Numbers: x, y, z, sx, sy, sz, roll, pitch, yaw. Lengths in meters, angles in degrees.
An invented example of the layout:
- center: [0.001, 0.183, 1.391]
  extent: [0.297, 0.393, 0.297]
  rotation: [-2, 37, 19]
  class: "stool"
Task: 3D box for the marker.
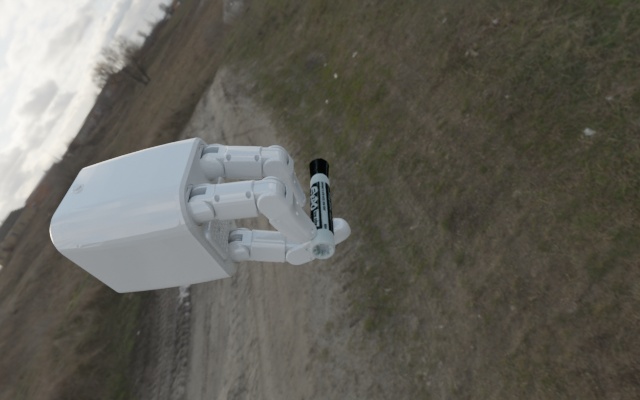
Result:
- center: [0.000, 0.001, 0.408]
  extent: [0.020, 0.020, 0.121]
  rotation: [0, 38, -2]
  class: "marker"
